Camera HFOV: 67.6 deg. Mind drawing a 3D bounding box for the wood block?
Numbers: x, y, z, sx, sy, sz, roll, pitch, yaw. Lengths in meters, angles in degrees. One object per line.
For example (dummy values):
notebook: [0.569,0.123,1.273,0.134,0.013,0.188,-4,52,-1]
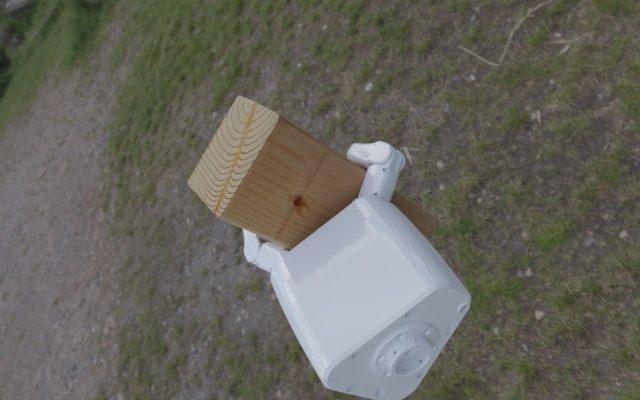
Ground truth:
wood block: [0.000,0.001,0.439,0.206,0.091,0.090,29,3,-37]
